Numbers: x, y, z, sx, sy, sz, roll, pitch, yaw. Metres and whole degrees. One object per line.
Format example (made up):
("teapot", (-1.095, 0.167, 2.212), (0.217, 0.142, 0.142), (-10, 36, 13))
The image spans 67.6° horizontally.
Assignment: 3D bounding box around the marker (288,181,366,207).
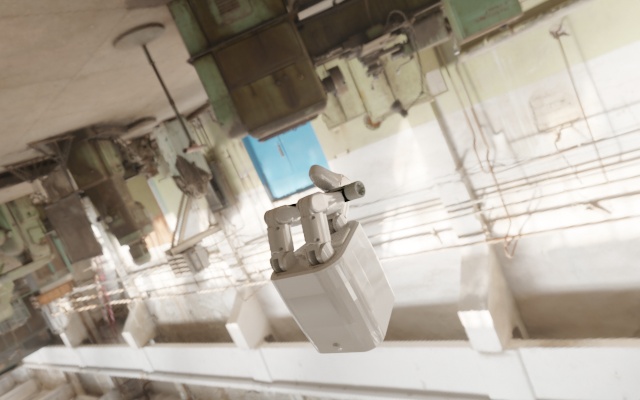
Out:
("marker", (0.000, 0.002, 0.548), (0.121, 0.020, 0.020), (-18, -13, 42))
